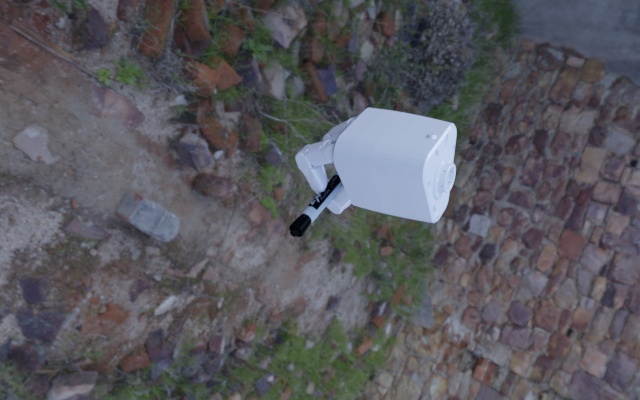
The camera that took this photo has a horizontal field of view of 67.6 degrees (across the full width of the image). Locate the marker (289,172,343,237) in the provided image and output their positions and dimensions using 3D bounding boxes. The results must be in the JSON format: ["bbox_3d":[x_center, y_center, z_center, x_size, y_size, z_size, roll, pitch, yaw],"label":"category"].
[{"bbox_3d":[0.000,0.002,0.582,0.020,0.020,0.121,0,37,41],"label":"marker"}]
